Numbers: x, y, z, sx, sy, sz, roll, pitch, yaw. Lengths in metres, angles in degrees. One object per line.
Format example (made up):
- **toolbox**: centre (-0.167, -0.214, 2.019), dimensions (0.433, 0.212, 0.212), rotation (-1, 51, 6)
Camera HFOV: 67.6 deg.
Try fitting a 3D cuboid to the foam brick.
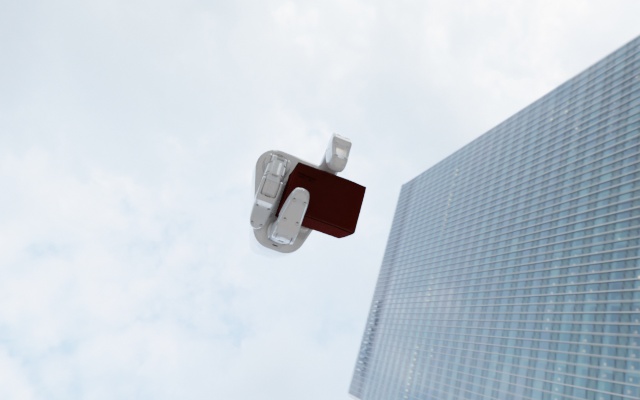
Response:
- **foam brick**: centre (0.000, 0.002, 0.499), dimensions (0.078, 0.053, 0.051), rotation (20, -16, -8)
